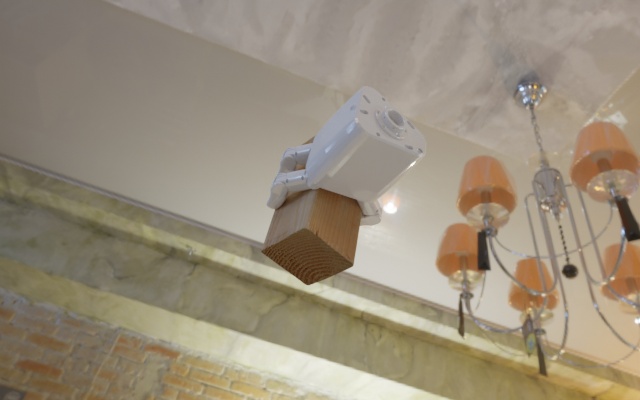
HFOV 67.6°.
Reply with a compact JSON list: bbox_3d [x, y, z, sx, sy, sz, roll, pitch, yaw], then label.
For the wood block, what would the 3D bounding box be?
[{"bbox_3d":[0.001,0.002,0.677,0.090,0.206,0.091,-30,-59,36],"label":"wood block"}]
